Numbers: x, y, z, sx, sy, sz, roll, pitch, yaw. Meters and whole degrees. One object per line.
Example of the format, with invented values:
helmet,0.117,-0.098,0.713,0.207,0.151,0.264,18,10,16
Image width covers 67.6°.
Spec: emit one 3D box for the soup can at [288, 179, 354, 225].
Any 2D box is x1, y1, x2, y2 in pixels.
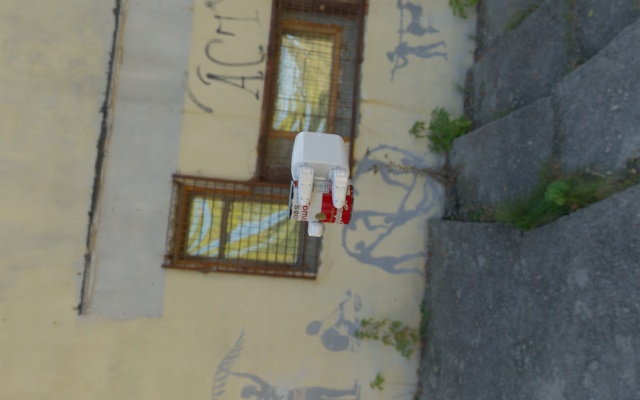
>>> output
soup can,0.000,0.003,0.792,0.102,0.068,0.068,5,-1,-5
